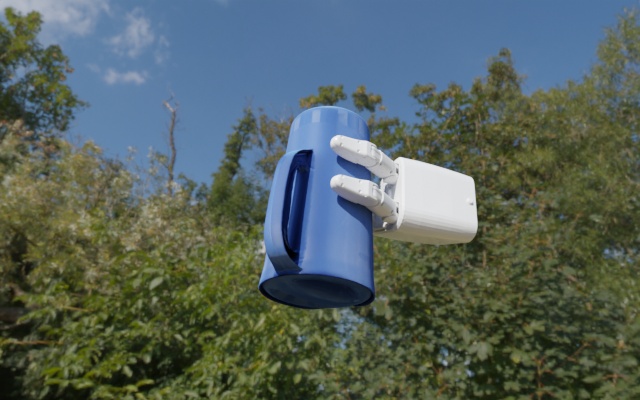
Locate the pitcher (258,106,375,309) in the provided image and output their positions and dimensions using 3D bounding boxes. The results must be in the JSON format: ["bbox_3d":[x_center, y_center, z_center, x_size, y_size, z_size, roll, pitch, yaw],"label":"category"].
[{"bbox_3d":[0.000,0.002,0.587,0.145,0.242,0.149,12,-29,-13],"label":"pitcher"}]
